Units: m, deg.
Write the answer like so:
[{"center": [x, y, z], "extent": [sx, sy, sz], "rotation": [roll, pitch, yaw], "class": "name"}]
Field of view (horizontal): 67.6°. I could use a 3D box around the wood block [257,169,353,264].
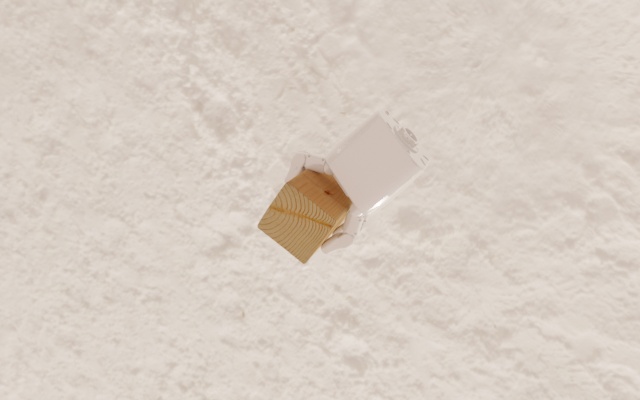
[{"center": [0.000, 0.002, 0.753], "extent": [0.091, 0.090, 0.206], "rotation": [38, 26, 6], "class": "wood block"}]
